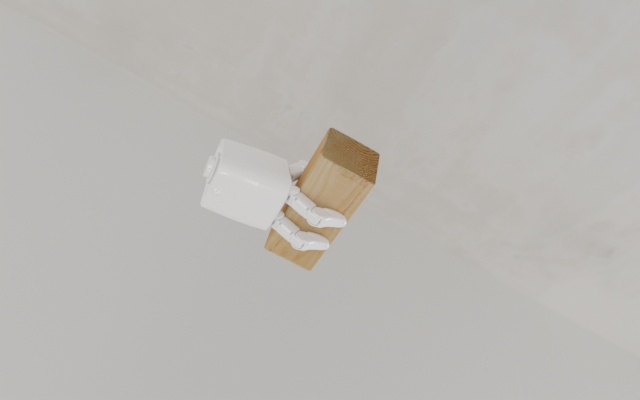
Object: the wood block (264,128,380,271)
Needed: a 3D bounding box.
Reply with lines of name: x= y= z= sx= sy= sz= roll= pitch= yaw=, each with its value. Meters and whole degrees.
wood block: x=0.000 y=0.002 z=0.752 sx=0.090 sy=0.206 sz=0.090 roll=28 pitch=37 yaw=-9
